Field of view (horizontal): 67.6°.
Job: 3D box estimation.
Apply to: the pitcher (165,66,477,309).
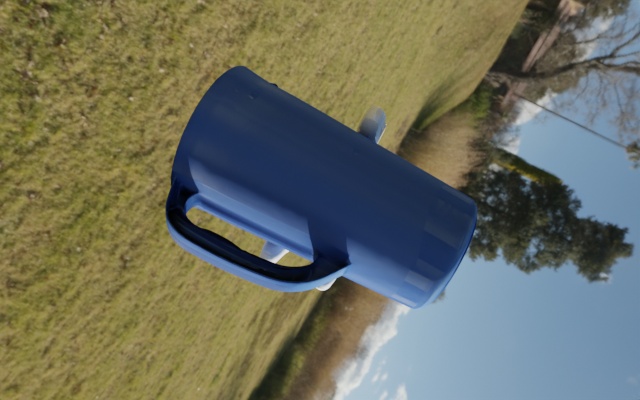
[{"bbox_3d":[0.000,0.001,0.415,0.243,0.149,0.145,28,9,5],"label":"pitcher"}]
